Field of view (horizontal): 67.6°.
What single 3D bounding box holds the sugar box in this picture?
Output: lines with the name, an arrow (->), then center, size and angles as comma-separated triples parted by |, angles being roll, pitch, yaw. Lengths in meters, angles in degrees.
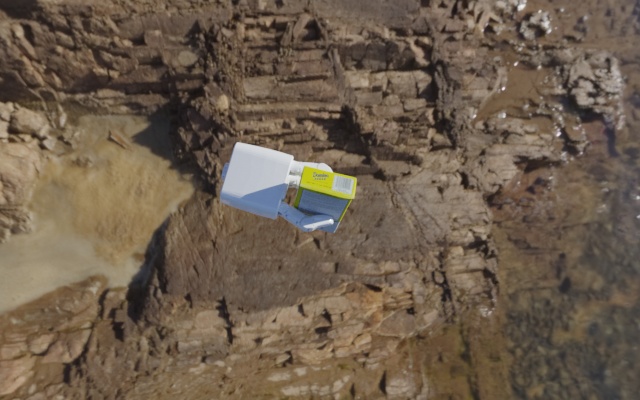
sugar box -> 0.000, 0.002, 0.860 | 0.093, 0.048, 0.176 | 14, -22, -4
